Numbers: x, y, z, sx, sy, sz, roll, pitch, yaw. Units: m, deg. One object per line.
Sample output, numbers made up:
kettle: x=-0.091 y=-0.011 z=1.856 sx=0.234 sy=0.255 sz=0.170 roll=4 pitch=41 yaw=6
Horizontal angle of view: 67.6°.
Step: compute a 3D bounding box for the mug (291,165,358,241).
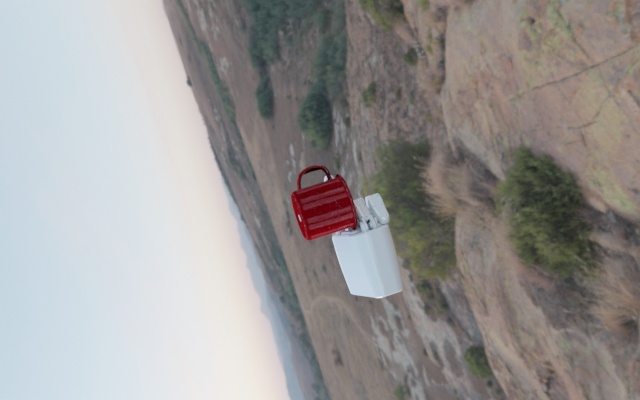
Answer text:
mug: x=0.000 y=0.001 z=0.751 sx=0.081 sy=0.117 sz=0.093 roll=-17 pitch=1 yaw=-10
